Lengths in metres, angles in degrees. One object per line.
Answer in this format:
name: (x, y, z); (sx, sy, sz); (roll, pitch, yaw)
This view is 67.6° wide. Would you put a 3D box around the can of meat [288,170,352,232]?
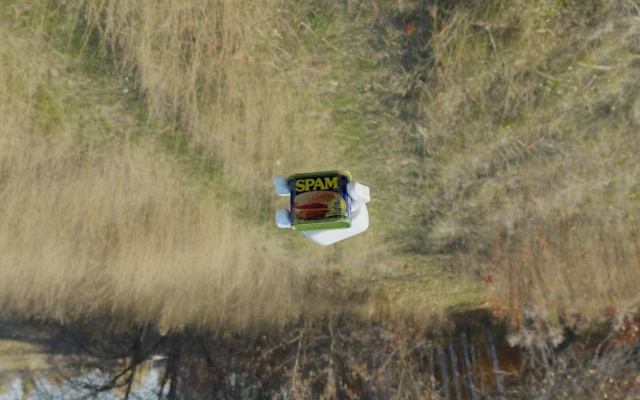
can of meat: (0.000, 0.003, 0.766); (0.102, 0.084, 0.057); (-5, -17, 10)
